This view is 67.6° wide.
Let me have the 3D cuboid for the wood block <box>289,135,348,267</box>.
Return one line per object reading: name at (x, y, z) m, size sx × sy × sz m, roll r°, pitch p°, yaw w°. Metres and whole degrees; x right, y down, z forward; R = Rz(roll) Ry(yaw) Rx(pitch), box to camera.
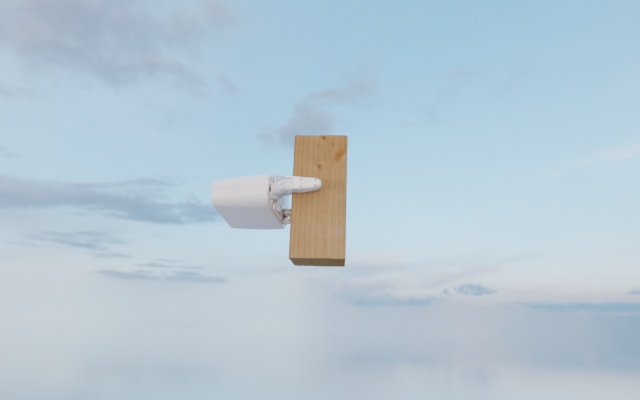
wood block at (0.000, 0.002, 0.804) m, size 0.090 × 0.206 × 0.091 m, roll 1°, pitch -15°, yaw 4°
